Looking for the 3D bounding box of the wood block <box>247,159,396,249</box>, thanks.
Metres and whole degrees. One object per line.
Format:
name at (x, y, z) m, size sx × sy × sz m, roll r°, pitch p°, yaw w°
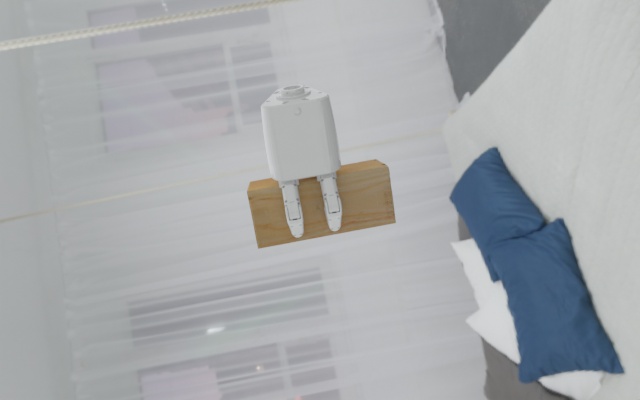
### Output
wood block at (0.000, 0.002, 0.731) m, size 0.206 × 0.090 × 0.091 m, roll -10°, pitch 13°, yaw -3°
